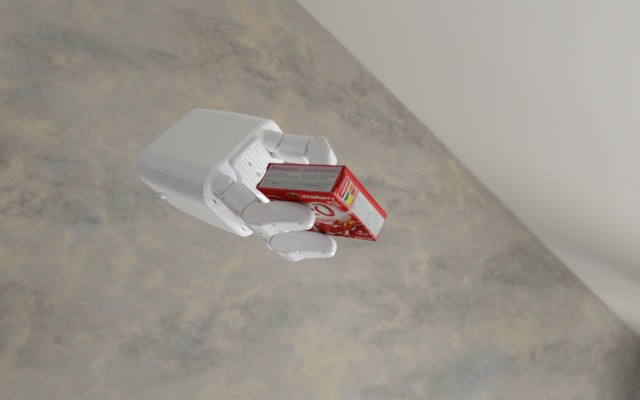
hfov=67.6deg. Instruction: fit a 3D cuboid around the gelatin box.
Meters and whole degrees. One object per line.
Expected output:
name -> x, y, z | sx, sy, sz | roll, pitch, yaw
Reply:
gelatin box -> 0.001, 0.001, 0.404 | 0.089, 0.030, 0.073 | 5, -30, 41
